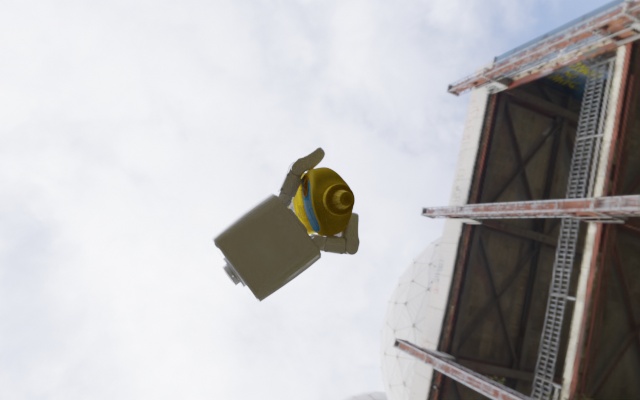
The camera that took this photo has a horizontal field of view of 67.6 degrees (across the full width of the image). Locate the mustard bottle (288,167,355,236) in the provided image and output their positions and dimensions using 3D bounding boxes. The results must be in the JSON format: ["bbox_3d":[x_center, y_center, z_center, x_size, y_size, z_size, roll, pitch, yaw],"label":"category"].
[{"bbox_3d":[0.000,0.002,0.677,0.058,0.096,0.191,-11,1,-19],"label":"mustard bottle"}]
